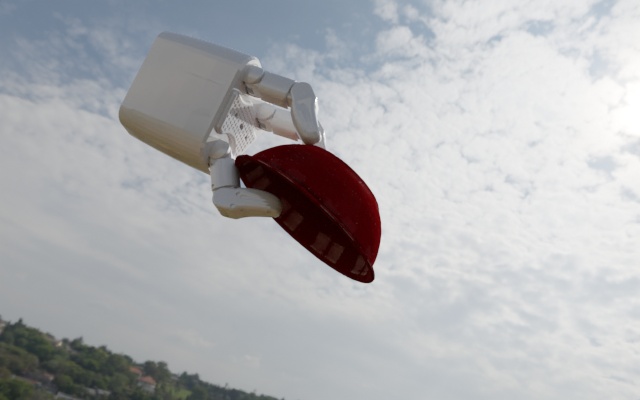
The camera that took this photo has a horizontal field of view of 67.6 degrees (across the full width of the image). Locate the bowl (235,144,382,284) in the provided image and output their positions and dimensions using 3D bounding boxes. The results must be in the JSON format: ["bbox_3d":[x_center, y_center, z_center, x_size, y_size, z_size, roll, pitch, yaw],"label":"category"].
[{"bbox_3d":[0.001,0.002,0.430,0.162,0.055,0.162,39,-17,14],"label":"bowl"}]
